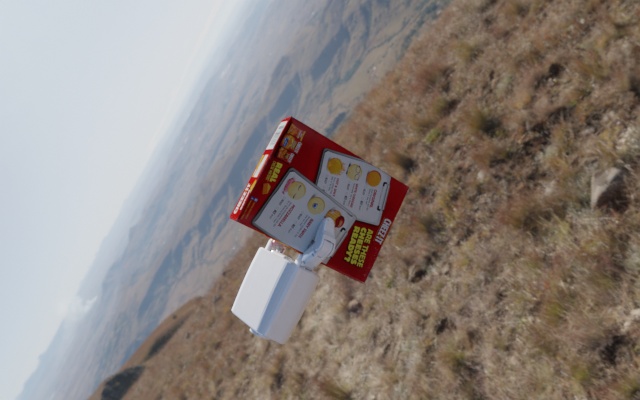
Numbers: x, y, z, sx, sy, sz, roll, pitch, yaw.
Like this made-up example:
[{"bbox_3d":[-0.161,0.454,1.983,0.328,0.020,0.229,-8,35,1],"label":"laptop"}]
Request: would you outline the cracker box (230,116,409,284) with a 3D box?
[{"bbox_3d":[0.000,0.002,0.704,0.214,0.164,0.072,29,-7,-19],"label":"cracker box"}]
